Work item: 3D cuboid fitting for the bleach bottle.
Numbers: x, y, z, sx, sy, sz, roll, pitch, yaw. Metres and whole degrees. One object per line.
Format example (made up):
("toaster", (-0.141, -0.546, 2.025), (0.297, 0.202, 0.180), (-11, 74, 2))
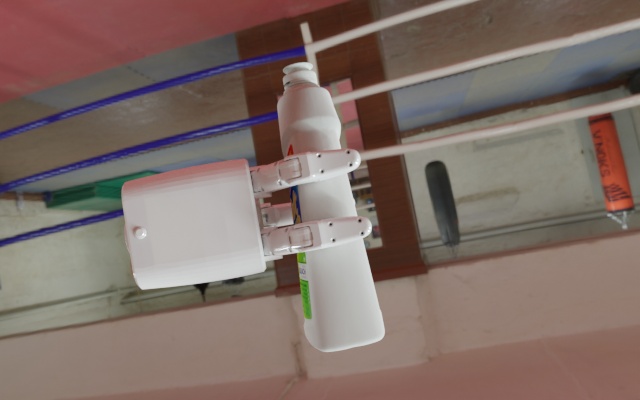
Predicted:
("bleach bottle", (0.000, 0.001, 0.441), (0.068, 0.251, 0.102), (-10, -4, -9))
